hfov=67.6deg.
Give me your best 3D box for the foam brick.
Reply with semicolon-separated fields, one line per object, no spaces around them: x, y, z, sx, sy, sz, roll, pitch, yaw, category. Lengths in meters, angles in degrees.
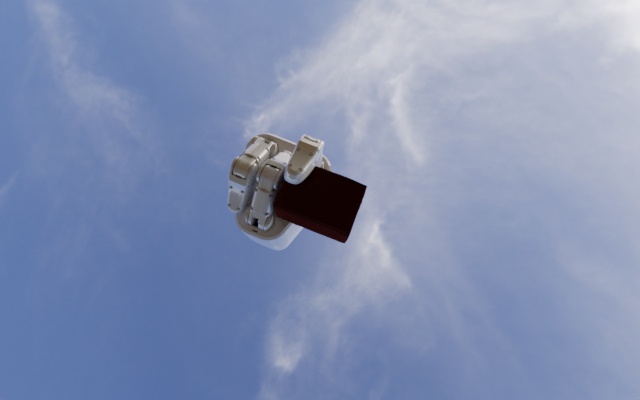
0.000;0.002;0.467;0.078;0.053;0.051;22;-14;6;foam brick
